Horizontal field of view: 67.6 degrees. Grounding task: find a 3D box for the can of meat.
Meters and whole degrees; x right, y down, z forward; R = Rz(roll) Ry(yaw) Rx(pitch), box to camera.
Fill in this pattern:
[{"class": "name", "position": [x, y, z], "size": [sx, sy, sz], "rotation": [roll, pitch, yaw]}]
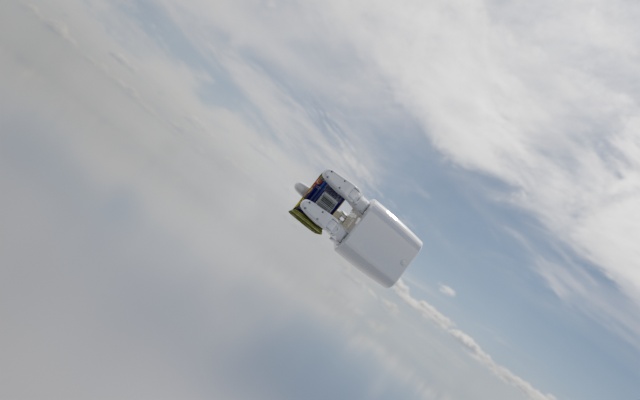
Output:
[{"class": "can of meat", "position": [0.000, 0.002, 0.738], "size": [0.057, 0.084, 0.102], "rotation": [39, -6, -4]}]
